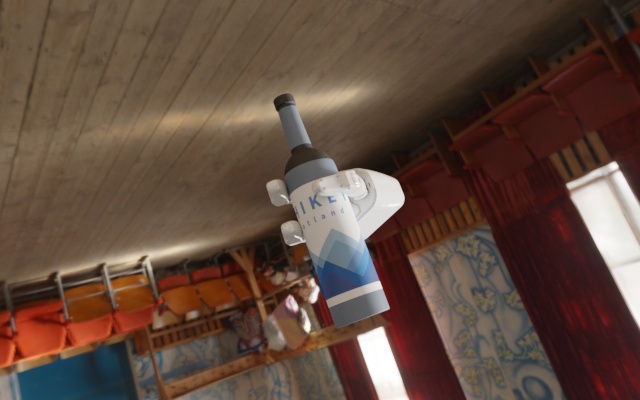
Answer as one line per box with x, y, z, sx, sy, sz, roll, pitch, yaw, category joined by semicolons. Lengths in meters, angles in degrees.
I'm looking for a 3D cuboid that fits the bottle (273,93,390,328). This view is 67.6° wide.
0.000;0.002;0.585;0.069;0.295;0.069;-19;-14;-5;bottle
